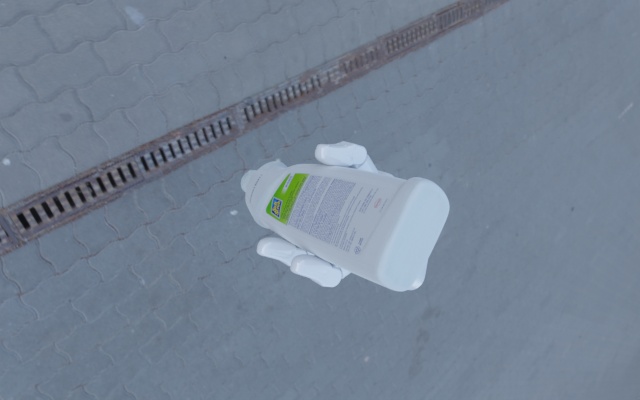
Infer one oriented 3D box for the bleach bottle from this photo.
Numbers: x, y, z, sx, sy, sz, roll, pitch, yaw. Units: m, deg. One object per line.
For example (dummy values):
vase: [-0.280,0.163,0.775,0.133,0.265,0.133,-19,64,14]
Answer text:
bleach bottle: [0.000,0.002,0.494,0.250,0.102,0.068,22,-8,46]
